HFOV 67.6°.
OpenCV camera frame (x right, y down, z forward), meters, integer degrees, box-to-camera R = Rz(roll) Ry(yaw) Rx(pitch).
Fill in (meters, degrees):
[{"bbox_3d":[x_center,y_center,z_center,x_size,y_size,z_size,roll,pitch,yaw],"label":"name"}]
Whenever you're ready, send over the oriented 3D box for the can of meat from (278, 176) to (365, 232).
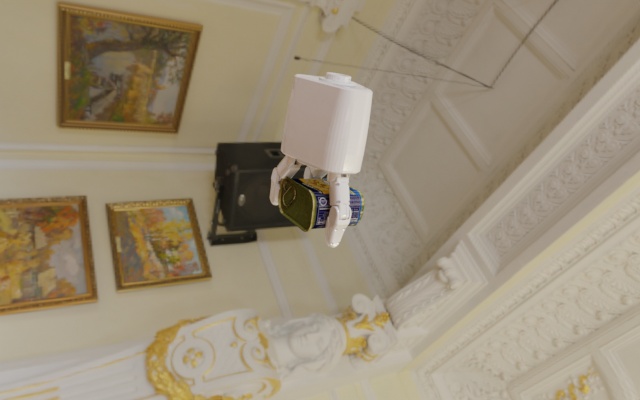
[{"bbox_3d":[0.000,0.002,0.671,0.084,0.057,0.102,-2,19,-30],"label":"can of meat"}]
